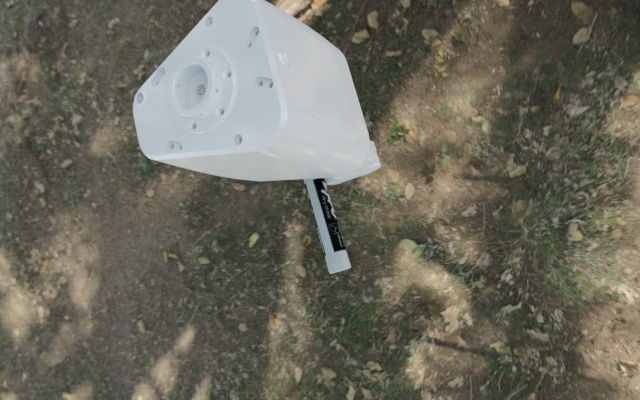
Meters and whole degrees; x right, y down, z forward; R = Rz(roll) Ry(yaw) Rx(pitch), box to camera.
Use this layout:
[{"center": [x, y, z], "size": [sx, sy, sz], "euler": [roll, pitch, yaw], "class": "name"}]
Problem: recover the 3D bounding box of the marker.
[{"center": [0.000, 0.001, 0.407], "size": [0.020, 0.121, 0.020], "euler": [-15, -11, -3], "class": "marker"}]
